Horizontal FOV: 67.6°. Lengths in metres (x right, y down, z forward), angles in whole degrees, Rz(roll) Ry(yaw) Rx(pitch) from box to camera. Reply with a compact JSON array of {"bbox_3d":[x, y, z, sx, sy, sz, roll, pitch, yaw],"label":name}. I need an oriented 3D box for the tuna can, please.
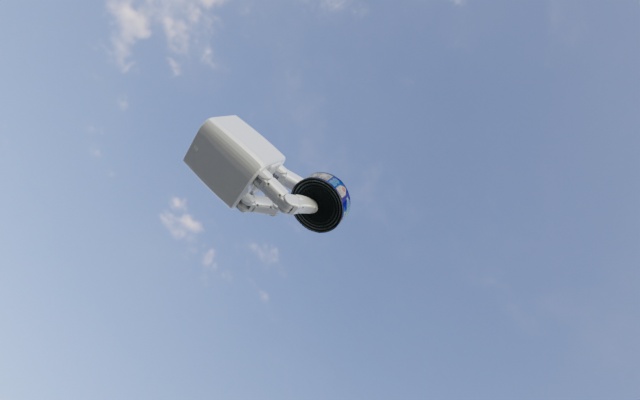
[{"bbox_3d":[0.000,0.002,0.705,0.086,0.086,0.033,0,20,28],"label":"tuna can"}]
